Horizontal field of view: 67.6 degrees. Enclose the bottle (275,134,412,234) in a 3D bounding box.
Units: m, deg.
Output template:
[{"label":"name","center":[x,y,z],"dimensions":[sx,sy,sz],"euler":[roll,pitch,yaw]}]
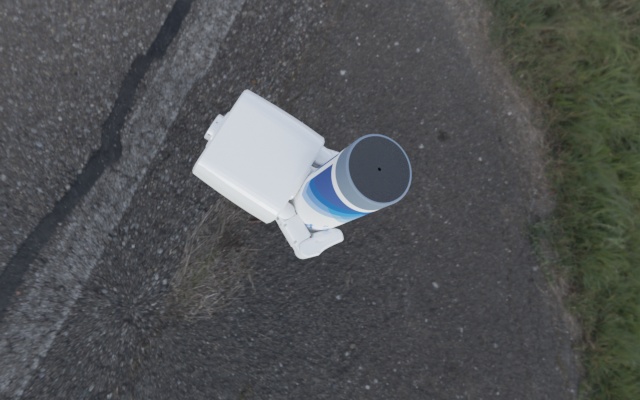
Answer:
[{"label":"bottle","center":[0.000,0.002,0.560],"dimensions":[0.069,0.069,0.296],"euler":[0,-12,-22]}]
